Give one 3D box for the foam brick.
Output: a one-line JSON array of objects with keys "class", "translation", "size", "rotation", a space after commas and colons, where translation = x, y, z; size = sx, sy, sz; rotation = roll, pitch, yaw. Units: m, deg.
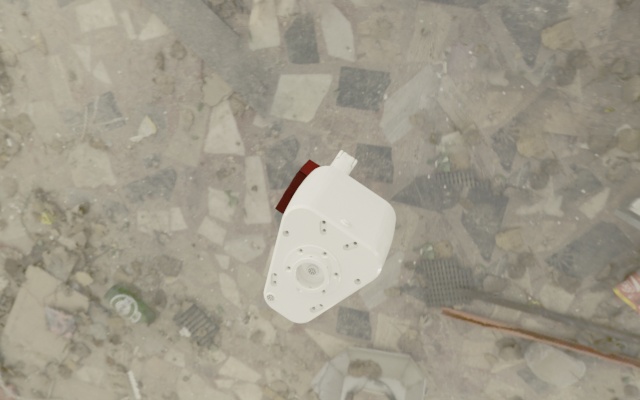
[{"class": "foam brick", "translation": [0.000, 0.002, 0.519], "size": [0.078, 0.053, 0.051], "rotation": [34, 23, 0]}]
